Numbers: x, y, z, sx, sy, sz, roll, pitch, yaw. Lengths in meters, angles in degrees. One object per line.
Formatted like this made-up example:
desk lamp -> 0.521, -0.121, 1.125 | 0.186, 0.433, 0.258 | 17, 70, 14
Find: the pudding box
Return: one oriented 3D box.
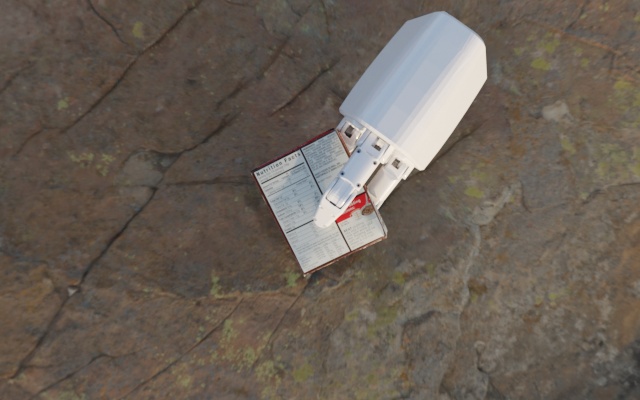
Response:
pudding box -> 0.000, 0.001, 0.449 | 0.090, 0.113, 0.039 | -26, 2, 7
